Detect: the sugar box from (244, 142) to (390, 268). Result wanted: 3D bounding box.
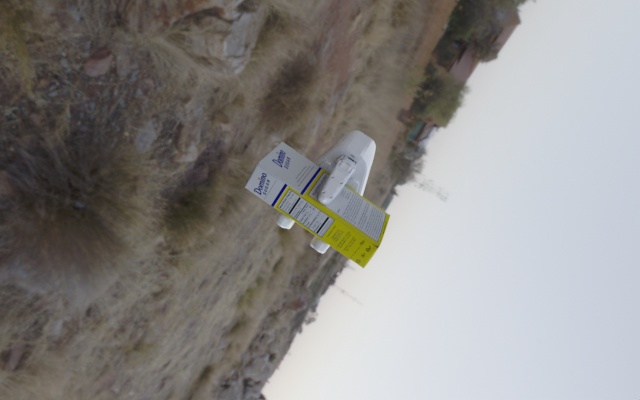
[{"bbox_3d":[0.000,0.002,0.602,0.176,0.048,0.093,33,28,1],"label":"sugar box"}]
